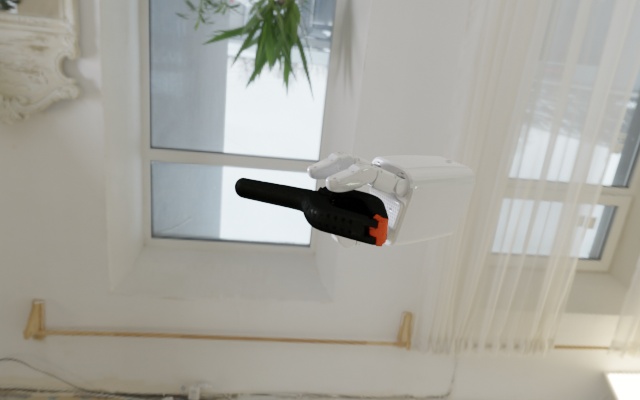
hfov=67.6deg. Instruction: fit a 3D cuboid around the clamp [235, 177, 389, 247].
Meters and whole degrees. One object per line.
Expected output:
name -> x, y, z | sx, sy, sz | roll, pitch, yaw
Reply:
clamp -> 0.001, 0.003, 0.564 | 0.164, 0.036, 0.210 | -8, 23, -24
